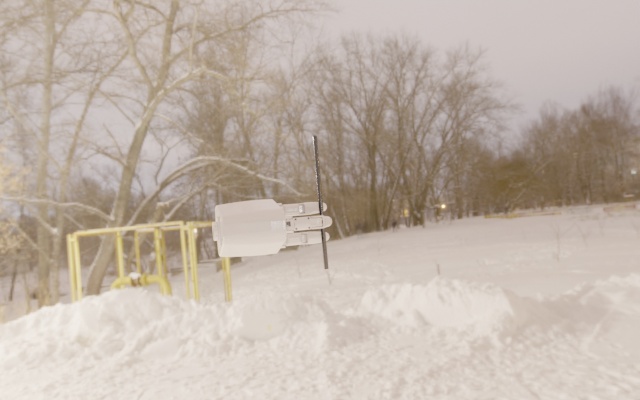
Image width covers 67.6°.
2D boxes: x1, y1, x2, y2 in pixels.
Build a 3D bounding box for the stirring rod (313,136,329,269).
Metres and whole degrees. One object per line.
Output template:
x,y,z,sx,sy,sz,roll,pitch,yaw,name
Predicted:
0.000,0.003,0.859,0.011,0.239,0.011,-5,-3,0,stirring rod
